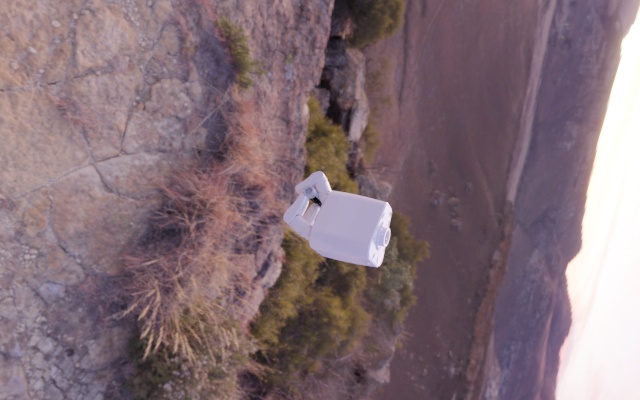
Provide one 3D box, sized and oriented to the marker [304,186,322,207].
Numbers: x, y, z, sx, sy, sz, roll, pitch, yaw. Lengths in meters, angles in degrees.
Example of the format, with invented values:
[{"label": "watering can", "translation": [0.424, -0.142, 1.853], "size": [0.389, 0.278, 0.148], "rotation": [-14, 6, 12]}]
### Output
[{"label": "marker", "translation": [0.000, 0.003, 0.874], "size": [0.020, 0.020, 0.121], "rotation": [0, -19, 21]}]
